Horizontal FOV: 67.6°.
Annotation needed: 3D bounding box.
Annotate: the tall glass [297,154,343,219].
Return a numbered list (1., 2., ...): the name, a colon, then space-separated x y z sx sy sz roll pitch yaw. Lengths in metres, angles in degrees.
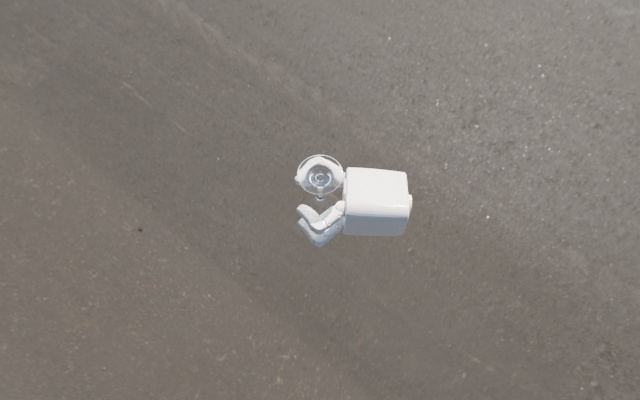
1. tall glass: 0.000 0.002 0.849 0.079 0.079 0.201 0 -27 0
